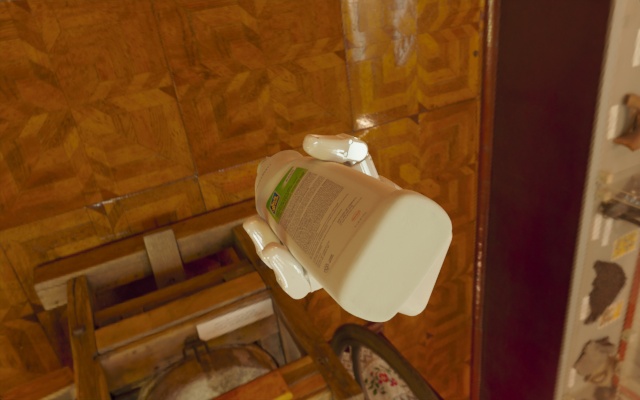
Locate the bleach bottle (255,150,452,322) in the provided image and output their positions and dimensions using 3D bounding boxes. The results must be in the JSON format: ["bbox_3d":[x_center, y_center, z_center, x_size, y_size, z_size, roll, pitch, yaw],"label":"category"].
[{"bbox_3d":[0.000,0.002,0.438,0.068,0.102,0.250,30,5,-34],"label":"bleach bottle"}]
